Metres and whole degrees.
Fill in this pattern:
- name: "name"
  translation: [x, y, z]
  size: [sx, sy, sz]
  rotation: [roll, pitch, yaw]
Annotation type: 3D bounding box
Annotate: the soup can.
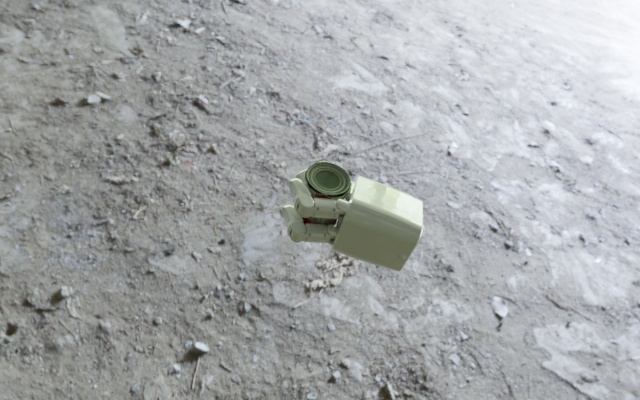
- name: "soup can"
  translation: [0.000, 0.002, 0.698]
  size: [0.068, 0.068, 0.102]
  rotation: [0, -41, -17]
